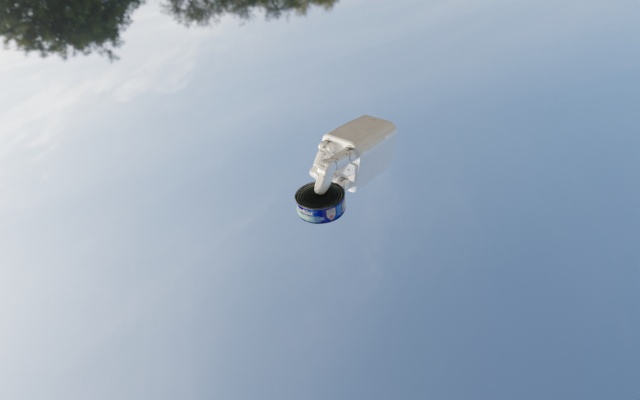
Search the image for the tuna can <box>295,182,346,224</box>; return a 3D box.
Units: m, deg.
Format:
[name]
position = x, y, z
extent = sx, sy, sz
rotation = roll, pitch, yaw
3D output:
[tuna can]
position = 0.000, 0.003, 0.814
extent = 0.086, 0.034, 0.086
rotation = -4, 34, 3
